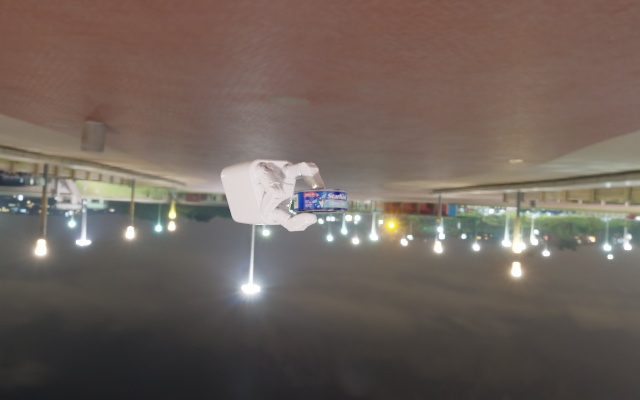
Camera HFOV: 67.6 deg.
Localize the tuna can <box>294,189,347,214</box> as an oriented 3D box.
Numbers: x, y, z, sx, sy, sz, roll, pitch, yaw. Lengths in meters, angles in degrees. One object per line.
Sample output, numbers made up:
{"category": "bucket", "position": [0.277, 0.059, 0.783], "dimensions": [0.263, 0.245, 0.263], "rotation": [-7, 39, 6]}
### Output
{"category": "tuna can", "position": [0.000, 0.003, 0.764], "dimensions": [0.086, 0.033, 0.086], "rotation": [-1, -5, 0]}
